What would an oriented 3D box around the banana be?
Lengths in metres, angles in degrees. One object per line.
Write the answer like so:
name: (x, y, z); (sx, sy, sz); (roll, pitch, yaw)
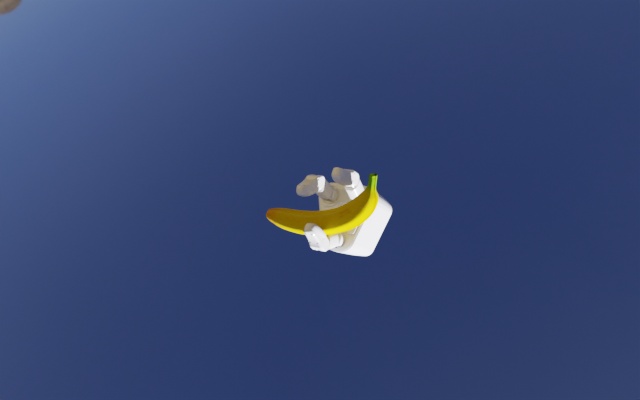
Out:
banana: (0.010, 0.019, 0.712); (0.198, 0.069, 0.037); (-19, 4, 27)
